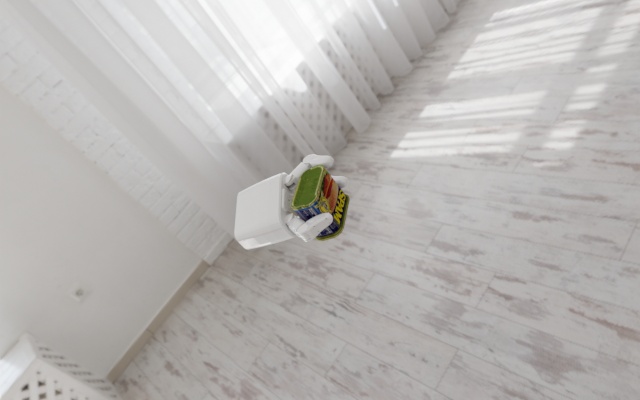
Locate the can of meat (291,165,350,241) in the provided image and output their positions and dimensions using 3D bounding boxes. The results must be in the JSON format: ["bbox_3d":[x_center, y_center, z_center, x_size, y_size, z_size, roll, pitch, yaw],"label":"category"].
[{"bbox_3d":[0.000,0.002,0.809,0.057,0.102,0.084,-17,-51,30],"label":"can of meat"}]
